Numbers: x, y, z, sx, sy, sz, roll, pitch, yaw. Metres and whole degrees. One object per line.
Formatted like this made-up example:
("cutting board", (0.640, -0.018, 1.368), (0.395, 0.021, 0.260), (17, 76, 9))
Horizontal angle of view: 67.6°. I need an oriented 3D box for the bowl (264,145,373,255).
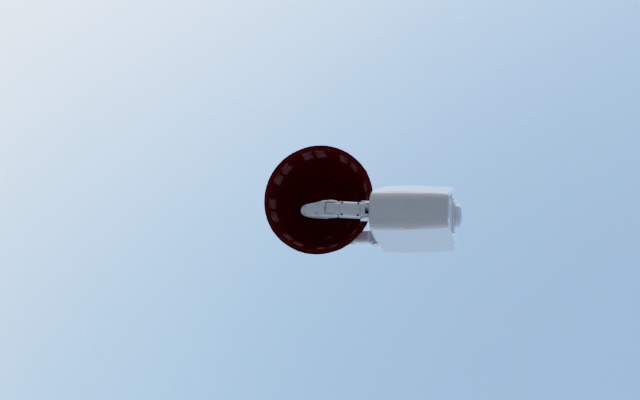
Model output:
("bowl", (-0.001, 0.002, 0.715), (0.162, 0.162, 0.055), (0, -11, 10))
